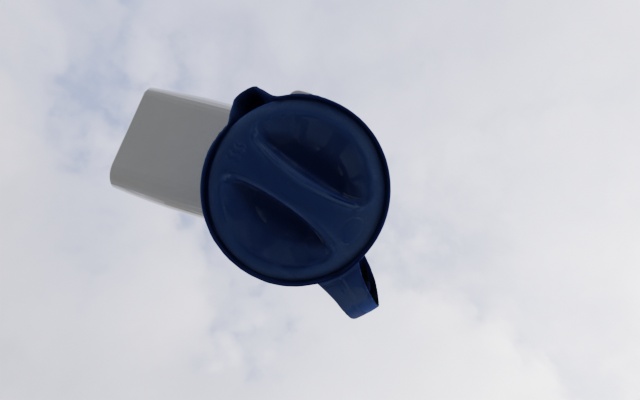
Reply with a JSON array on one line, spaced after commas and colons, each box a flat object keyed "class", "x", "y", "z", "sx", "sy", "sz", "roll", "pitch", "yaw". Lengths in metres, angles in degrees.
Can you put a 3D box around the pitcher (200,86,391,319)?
[{"class": "pitcher", "x": 0.000, "y": 0.001, "z": 0.439, "sx": 0.145, "sy": 0.149, "sz": 0.243, "roll": 15, "pitch": 2, "yaw": 7}]
